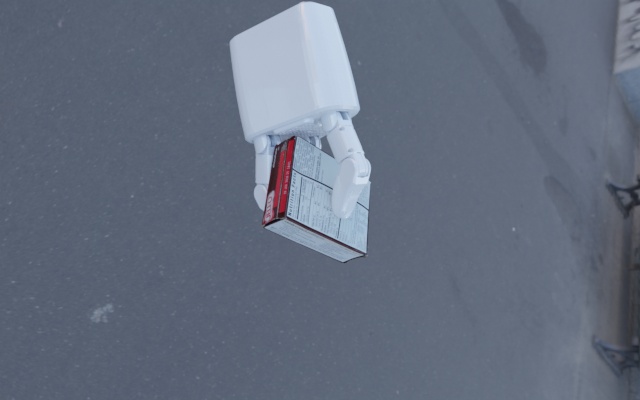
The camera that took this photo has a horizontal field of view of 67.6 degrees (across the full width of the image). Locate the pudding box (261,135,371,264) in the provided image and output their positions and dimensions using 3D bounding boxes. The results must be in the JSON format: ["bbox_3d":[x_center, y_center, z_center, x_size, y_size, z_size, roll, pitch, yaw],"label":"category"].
[{"bbox_3d":[0.000,0.001,0.470,0.113,0.090,0.039,27,-33,-34],"label":"pudding box"}]
